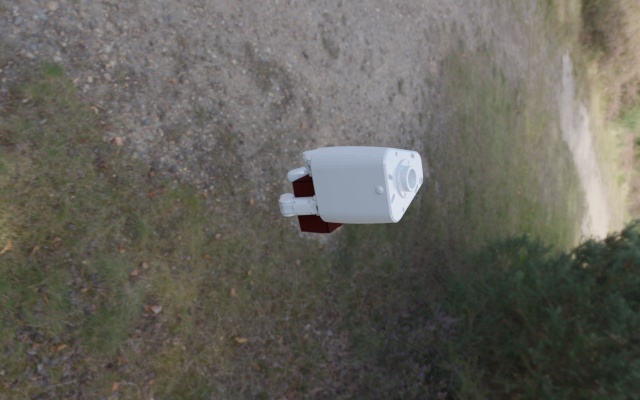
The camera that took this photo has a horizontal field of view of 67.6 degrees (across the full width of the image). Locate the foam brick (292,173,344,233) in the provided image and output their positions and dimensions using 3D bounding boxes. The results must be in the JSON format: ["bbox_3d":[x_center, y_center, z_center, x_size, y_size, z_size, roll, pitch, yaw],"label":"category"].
[{"bbox_3d":[0.000,0.002,0.679,0.051,0.078,0.053,2,20,35],"label":"foam brick"}]
